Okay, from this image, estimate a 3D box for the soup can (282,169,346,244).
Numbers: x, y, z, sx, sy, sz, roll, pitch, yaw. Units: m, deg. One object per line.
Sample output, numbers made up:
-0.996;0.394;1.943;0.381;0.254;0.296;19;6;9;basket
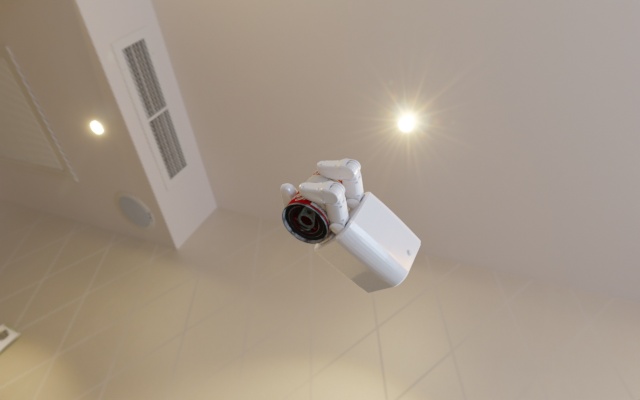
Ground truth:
0.000;0.002;0.667;0.068;0.068;0.102;0;36;32;soup can
